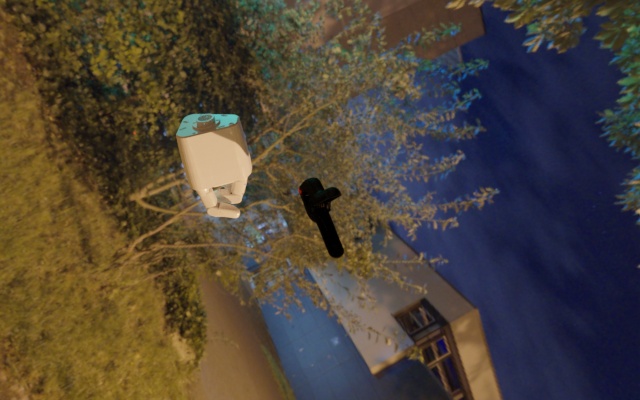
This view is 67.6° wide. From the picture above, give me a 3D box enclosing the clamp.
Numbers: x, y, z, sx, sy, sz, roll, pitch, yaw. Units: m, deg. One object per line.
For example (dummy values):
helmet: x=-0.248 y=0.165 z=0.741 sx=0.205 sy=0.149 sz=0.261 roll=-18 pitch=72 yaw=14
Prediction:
clamp: x=0.001 y=0.003 z=0.794 sx=0.039 sy=0.120 sz=0.171 roll=-8 pitch=34 yaw=-21
